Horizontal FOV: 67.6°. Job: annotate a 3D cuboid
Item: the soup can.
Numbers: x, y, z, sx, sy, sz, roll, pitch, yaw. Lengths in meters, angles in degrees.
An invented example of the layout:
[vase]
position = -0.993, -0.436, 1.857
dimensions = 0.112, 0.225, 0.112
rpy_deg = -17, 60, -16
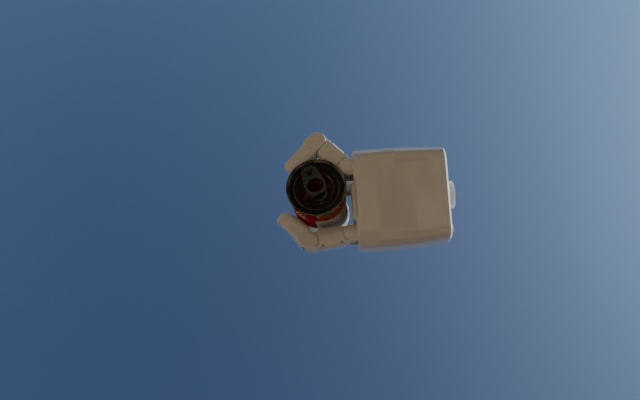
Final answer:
[soup can]
position = 0.000, 0.002, 0.578
dimensions = 0.068, 0.068, 0.102
rpy_deg = 0, -20, 6
